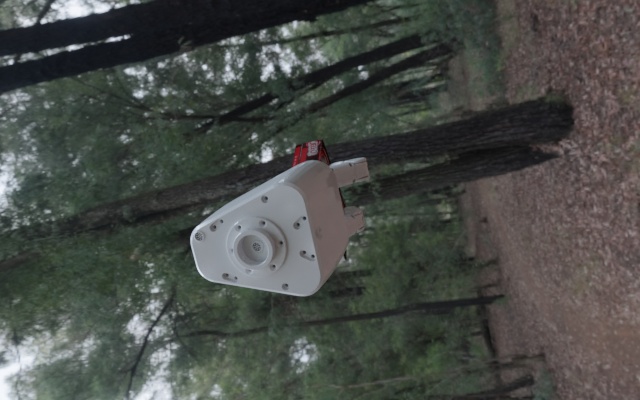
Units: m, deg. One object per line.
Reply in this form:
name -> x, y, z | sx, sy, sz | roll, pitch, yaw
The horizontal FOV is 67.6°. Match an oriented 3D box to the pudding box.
pudding box -> 0.000, 0.002, 0.540 | 0.039, 0.114, 0.090 | -9, 38, 13
